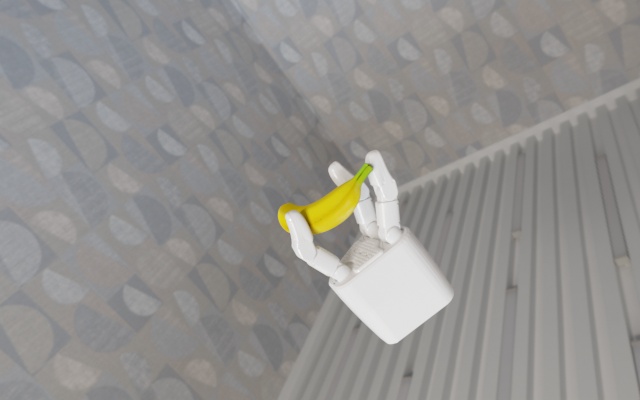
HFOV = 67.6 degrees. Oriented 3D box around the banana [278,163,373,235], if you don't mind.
[{"bbox_3d":[-0.007,0.014,0.589,0.198,0.037,0.069,-22,25,52],"label":"banana"}]
